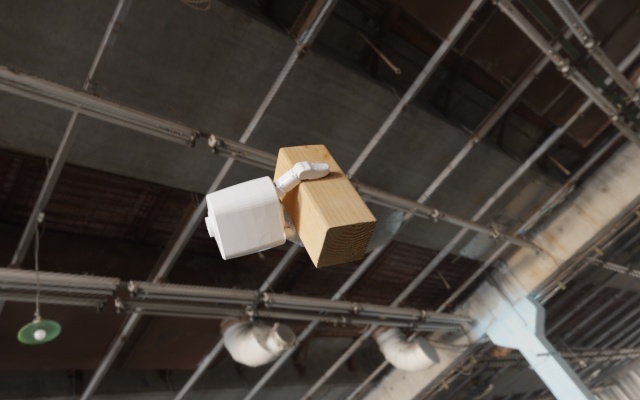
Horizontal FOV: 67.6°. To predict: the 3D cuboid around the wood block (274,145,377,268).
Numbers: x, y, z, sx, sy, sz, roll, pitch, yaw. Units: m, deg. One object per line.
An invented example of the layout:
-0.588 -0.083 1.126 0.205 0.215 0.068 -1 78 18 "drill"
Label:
0.000 0.002 0.809 0.090 0.091 0.206 -7 44 -26 "wood block"
